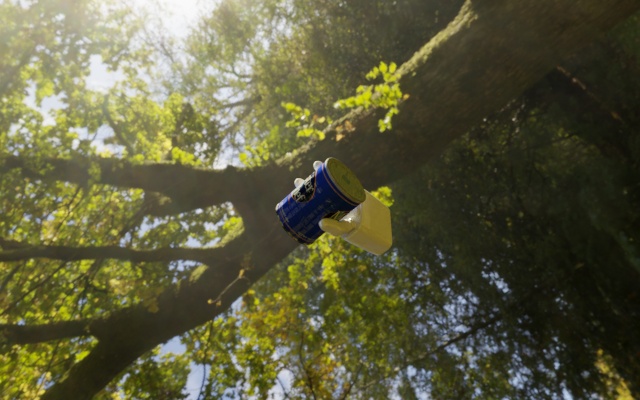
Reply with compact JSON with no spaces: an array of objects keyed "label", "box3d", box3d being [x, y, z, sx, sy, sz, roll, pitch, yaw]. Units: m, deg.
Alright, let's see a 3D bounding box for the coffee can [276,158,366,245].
[{"label":"coffee can","box3d":[0.000,0.003,0.898,0.140,0.102,0.103,-41,-19,23]}]
